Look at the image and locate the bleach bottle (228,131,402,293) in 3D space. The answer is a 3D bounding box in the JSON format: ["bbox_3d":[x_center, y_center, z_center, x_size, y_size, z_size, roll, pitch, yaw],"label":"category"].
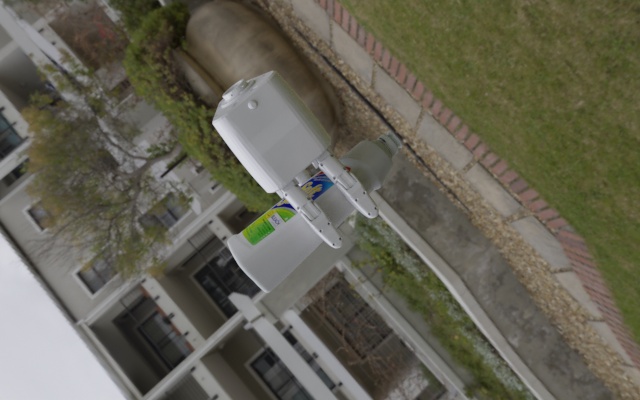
[{"bbox_3d":[0.000,0.002,0.612,0.251,0.068,0.102,-42,24,-6],"label":"bleach bottle"}]
